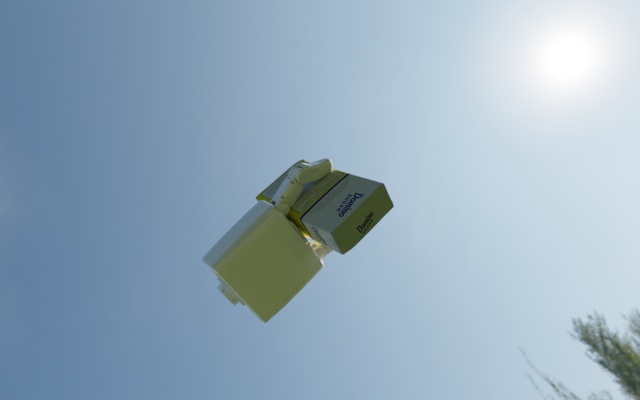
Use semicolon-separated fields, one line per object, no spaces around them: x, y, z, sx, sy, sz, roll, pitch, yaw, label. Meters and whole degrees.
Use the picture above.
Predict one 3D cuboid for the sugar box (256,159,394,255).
0.000;0.002;0.619;0.093;0.048;0.176;-42;37;-19;sugar box
